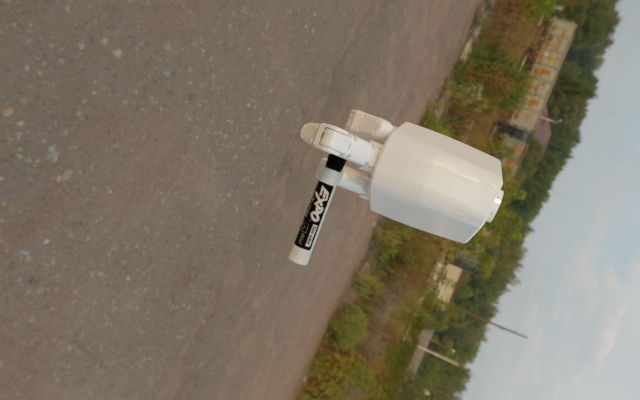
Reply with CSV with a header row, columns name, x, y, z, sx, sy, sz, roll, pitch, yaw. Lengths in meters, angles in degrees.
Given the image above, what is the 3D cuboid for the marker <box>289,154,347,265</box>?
name,x,y,z,sx,sy,sz,roll,pitch,yaw
marker,0.000,0.001,0.443,0.020,0.121,0.020,21,6,-2
